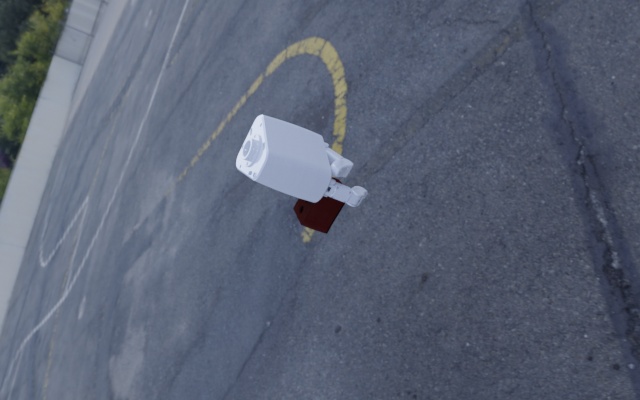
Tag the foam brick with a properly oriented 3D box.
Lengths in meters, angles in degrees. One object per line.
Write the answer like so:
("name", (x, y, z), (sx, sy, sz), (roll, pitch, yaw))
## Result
("foam brick", (0.000, 0.003, 0.759), (0.051, 0.078, 0.053), (18, 24, -30))
